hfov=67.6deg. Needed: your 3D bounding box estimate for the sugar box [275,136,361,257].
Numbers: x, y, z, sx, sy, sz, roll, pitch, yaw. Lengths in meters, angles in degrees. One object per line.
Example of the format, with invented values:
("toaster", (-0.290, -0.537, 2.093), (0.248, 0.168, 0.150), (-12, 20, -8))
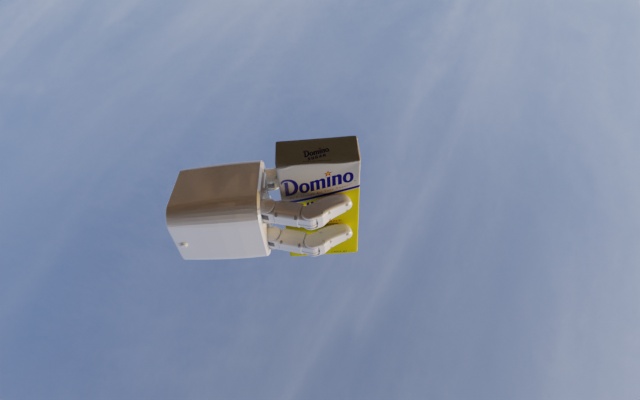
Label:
("sugar box", (0.000, 0.002, 0.578), (0.093, 0.048, 0.176), (-5, -37, 0))
